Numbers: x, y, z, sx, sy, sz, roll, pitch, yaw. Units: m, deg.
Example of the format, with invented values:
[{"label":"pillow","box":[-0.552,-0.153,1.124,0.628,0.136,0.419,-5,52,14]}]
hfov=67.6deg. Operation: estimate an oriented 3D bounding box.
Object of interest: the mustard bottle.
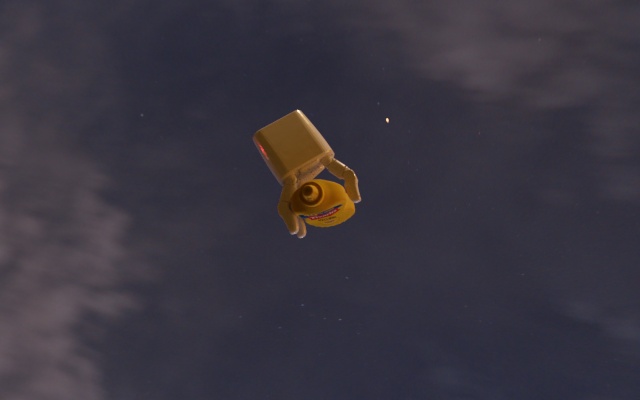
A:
[{"label":"mustard bottle","box":[0.000,0.003,0.836,0.096,0.058,0.192,-13,-14,10]}]
